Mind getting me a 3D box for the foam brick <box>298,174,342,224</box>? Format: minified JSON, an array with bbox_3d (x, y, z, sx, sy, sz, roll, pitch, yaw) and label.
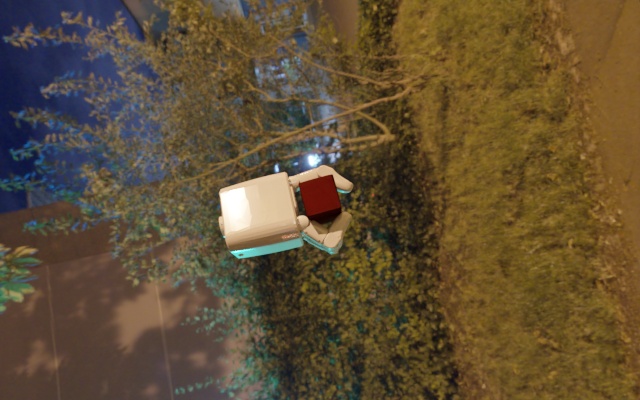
[{"bbox_3d":[0.000,0.002,0.705,0.051,0.053,0.078,-14,-15,-3],"label":"foam brick"}]
